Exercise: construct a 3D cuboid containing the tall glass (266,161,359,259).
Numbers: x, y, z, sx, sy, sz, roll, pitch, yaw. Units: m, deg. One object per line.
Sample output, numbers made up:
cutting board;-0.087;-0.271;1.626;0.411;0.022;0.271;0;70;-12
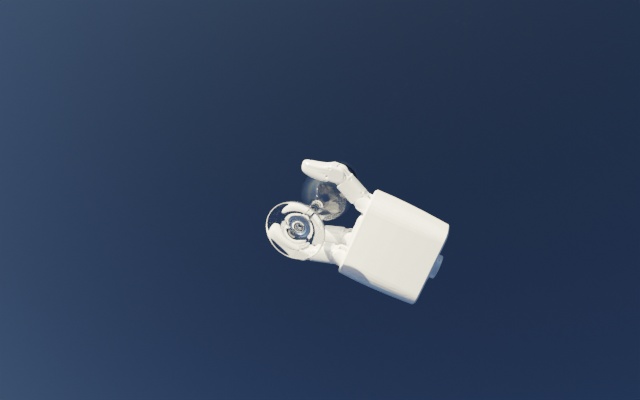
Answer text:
tall glass;0.000;0.002;0.648;0.079;0.079;0.201;0;20;18
